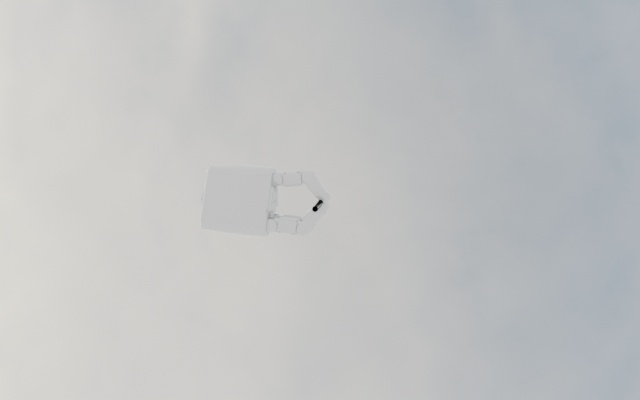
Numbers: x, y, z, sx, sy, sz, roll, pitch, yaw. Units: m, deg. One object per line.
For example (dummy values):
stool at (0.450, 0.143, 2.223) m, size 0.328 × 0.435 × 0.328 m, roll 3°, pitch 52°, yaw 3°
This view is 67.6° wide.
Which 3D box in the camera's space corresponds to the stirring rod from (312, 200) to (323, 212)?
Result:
stirring rod at (0.000, 0.002, 0.765) m, size 0.011 × 0.011 × 0.239 m, roll 0°, pitch 4°, yaw 4°
